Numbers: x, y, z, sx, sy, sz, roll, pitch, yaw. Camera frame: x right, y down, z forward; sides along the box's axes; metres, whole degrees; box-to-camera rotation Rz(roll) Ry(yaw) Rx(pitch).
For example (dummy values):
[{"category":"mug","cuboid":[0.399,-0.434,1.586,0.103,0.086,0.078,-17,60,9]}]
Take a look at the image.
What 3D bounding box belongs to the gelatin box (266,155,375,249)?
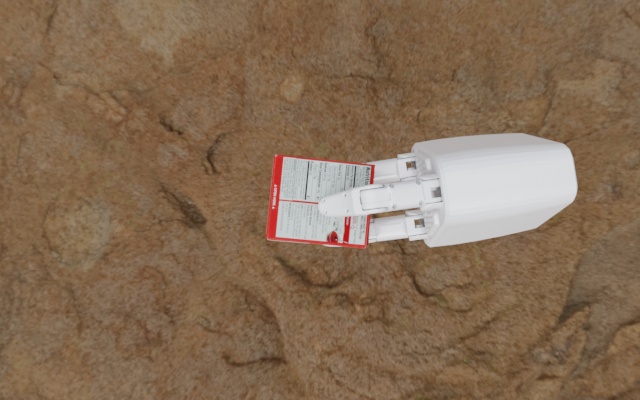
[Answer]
[{"category":"gelatin box","cuboid":[0.000,0.001,0.417,0.089,0.073,0.030,5,-2,-4]}]
